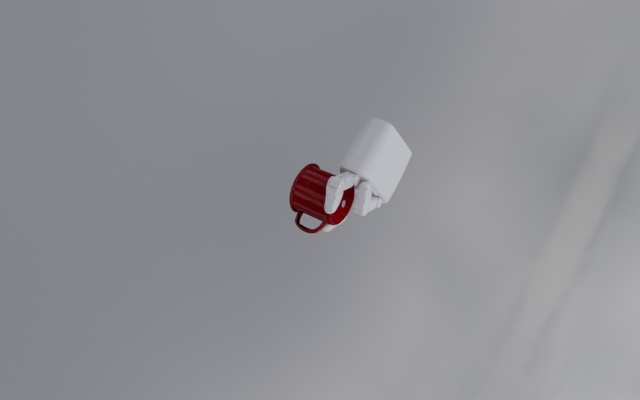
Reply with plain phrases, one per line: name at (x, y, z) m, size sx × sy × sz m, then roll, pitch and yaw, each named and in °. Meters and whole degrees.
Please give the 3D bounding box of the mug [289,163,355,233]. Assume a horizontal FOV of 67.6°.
mug at (0.000, 0.004, 0.825) m, size 0.081 × 0.117 × 0.093 m, roll 24°, pitch -12°, yaw 27°
